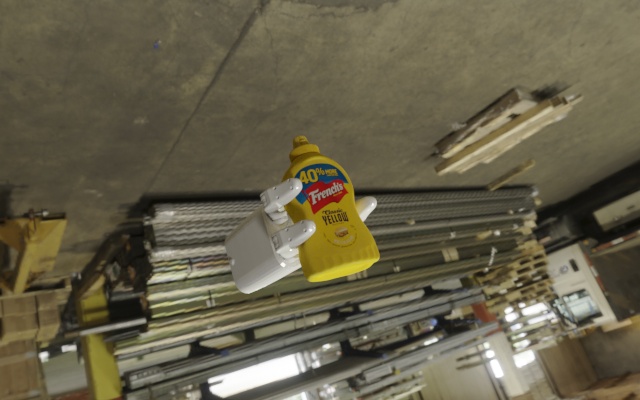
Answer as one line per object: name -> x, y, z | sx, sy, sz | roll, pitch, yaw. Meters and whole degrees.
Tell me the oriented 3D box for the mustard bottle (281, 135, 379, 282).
mustard bottle -> 0.000, 0.002, 0.611 | 0.096, 0.191, 0.058 | -10, -22, -24
